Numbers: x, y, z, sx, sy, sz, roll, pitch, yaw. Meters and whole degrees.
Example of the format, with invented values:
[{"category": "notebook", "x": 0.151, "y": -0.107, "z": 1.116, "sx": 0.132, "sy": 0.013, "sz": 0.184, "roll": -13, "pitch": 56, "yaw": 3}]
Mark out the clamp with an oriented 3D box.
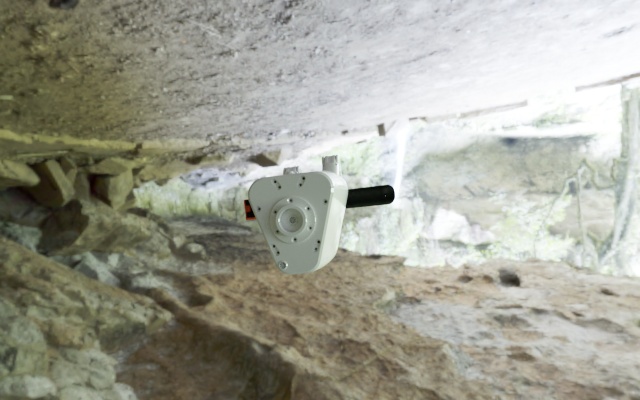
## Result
[{"category": "clamp", "x": 0.000, "y": 0.003, "z": 0.674, "sx": 0.210, "sy": 0.036, "sz": 0.164, "roll": -6, "pitch": -1, "yaw": 9}]
